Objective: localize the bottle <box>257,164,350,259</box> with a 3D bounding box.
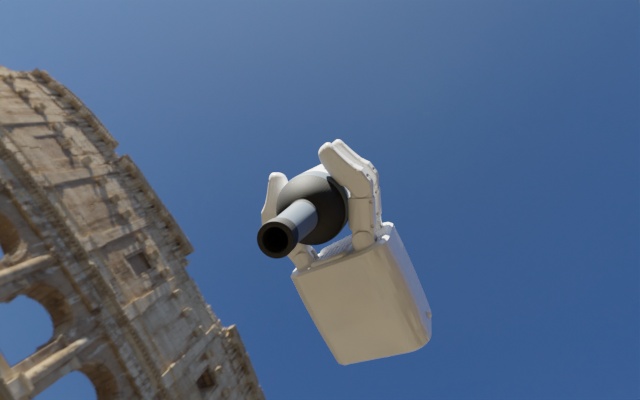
[{"bbox_3d":[0.000,0.001,0.472,0.069,0.069,0.295,0,10,13],"label":"bottle"}]
